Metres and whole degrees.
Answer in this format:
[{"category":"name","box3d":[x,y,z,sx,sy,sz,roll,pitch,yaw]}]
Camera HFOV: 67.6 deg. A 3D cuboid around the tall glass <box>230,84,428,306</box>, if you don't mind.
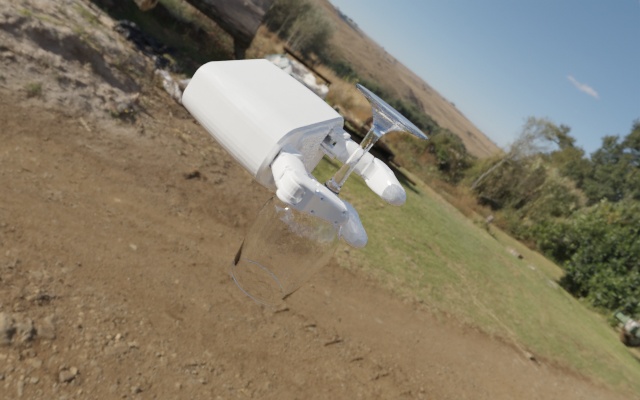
[{"category":"tall glass","box3d":[0.001,0.001,0.421,0.079,0.201,0.079,34,17,-12]}]
